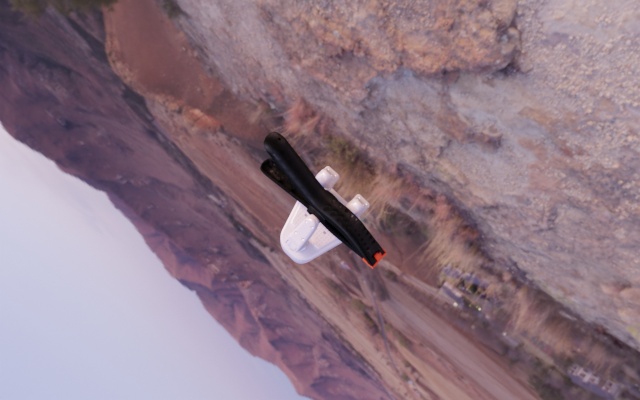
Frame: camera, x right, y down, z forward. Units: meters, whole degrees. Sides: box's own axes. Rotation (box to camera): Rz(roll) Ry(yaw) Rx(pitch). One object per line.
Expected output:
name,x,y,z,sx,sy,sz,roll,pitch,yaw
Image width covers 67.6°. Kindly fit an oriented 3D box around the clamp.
clamp,0.000,0.003,0.595,0.210,0.036,0.164,43,-10,5
